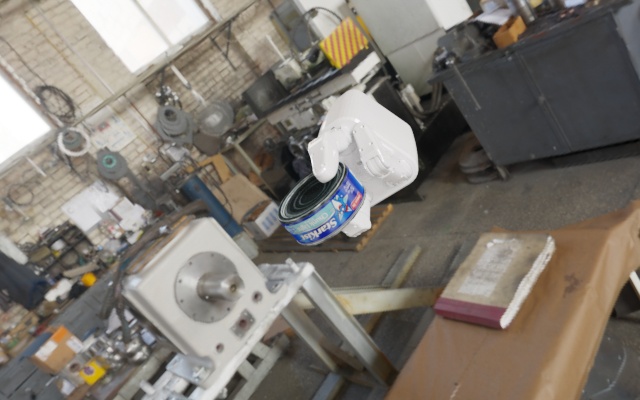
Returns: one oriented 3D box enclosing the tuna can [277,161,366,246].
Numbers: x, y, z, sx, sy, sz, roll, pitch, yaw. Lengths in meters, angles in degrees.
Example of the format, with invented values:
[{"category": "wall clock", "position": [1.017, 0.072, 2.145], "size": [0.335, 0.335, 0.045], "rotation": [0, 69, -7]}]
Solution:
[{"category": "tuna can", "position": [0.000, 0.001, 0.464], "size": [0.034, 0.086, 0.086], "rotation": [49, -25, -23]}]
